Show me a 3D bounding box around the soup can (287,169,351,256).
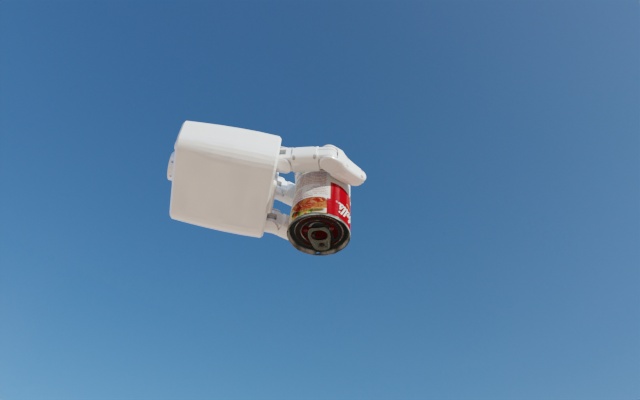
[{"bbox_3d":[0.001,0.002,0.539,0.068,0.102,0.069,2,-44,2],"label":"soup can"}]
